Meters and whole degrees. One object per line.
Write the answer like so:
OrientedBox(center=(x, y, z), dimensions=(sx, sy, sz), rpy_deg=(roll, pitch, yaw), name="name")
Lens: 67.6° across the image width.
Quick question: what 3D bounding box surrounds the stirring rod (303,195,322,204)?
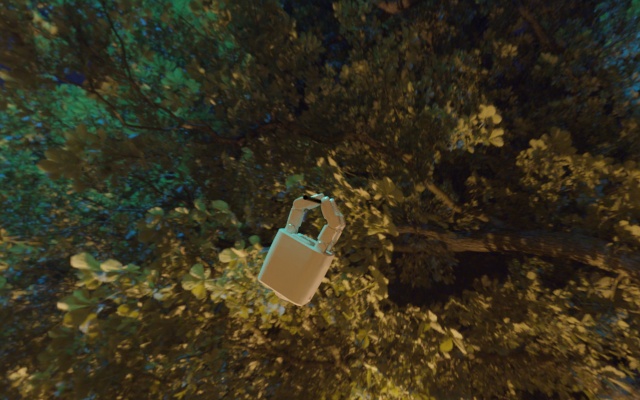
OrientedBox(center=(0.000, 0.003, 0.868), dimensions=(0.011, 0.011, 0.239), rpy_deg=(0, -4, 12), name="stirring rod")
